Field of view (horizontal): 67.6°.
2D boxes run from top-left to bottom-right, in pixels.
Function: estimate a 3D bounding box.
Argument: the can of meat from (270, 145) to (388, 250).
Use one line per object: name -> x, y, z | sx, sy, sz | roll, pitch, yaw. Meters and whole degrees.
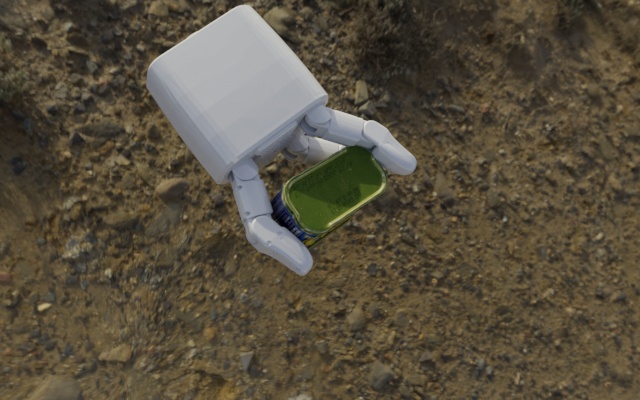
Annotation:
can of meat -> 0.000, 0.001, 0.425 | 0.102, 0.057, 0.084 | -33, -5, -28
